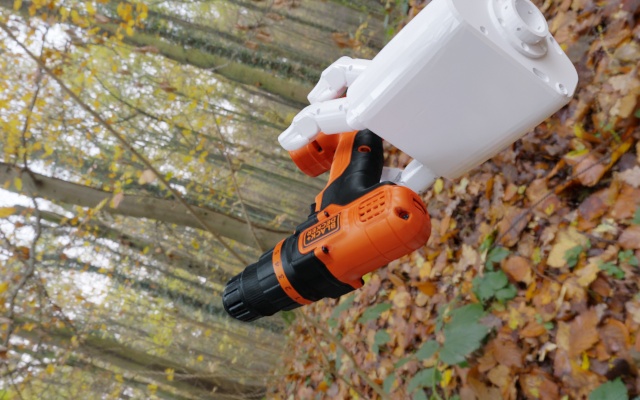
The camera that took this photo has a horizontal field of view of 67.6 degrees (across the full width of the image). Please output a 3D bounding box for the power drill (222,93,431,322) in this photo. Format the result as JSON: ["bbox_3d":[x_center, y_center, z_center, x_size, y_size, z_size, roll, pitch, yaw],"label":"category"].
[{"bbox_3d":[0.000,0.001,0.403,0.184,0.187,0.057,-28,-54,27],"label":"power drill"}]
